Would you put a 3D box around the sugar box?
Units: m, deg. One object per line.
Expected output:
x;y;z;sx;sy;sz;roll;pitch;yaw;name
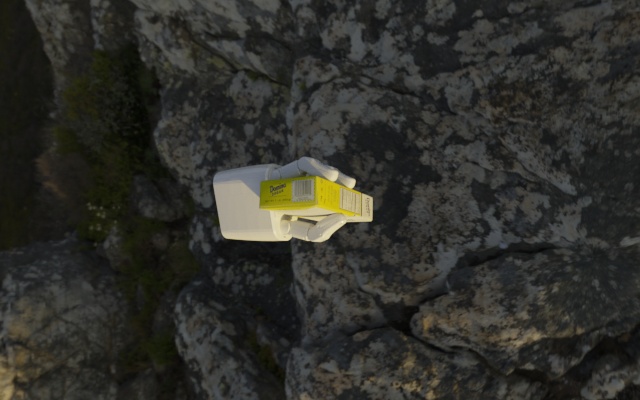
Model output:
0.000;0.002;0.699;0.093;0.048;0.176;-3;-8;29;sugar box
